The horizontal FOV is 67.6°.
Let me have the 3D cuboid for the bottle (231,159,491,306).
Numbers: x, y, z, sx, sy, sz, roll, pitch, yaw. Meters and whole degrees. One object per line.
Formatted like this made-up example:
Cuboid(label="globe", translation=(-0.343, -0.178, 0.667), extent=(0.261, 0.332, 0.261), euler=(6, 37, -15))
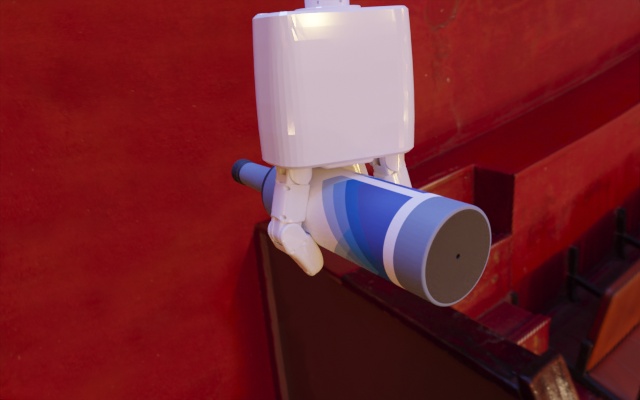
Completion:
Cuboid(label="bottle", translation=(0.000, 0.001, 0.411), extent=(0.069, 0.069, 0.295), euler=(0, 13, -37))
